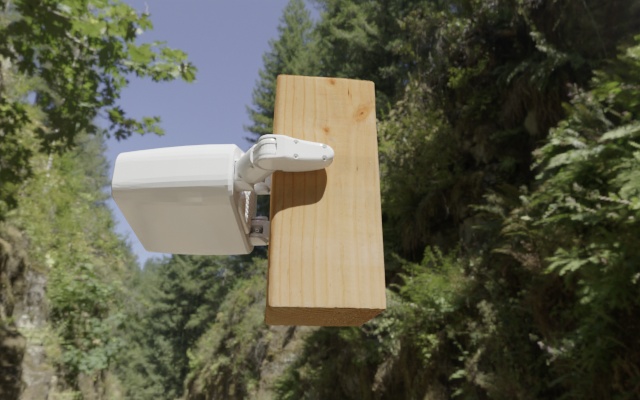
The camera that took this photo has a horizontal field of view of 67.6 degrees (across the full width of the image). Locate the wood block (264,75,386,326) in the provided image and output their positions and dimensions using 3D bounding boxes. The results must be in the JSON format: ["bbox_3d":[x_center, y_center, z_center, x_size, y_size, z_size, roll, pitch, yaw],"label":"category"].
[{"bbox_3d":[0.000,0.001,0.428,0.090,0.206,0.091,3,-22,-7],"label":"wood block"}]
